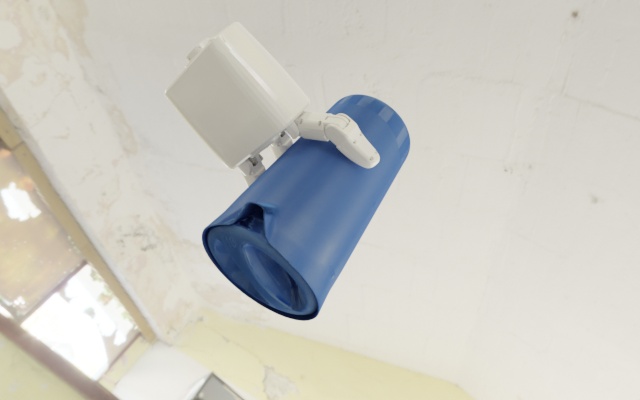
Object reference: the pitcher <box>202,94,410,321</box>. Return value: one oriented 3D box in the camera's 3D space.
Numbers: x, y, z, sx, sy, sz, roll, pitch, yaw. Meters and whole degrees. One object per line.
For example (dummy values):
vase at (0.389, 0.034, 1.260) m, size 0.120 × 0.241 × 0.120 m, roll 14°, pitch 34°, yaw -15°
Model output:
pitcher at (0.000, 0.002, 0.517) m, size 0.149 × 0.145 × 0.242 m, roll -23°, pitch 24°, yaw 53°
